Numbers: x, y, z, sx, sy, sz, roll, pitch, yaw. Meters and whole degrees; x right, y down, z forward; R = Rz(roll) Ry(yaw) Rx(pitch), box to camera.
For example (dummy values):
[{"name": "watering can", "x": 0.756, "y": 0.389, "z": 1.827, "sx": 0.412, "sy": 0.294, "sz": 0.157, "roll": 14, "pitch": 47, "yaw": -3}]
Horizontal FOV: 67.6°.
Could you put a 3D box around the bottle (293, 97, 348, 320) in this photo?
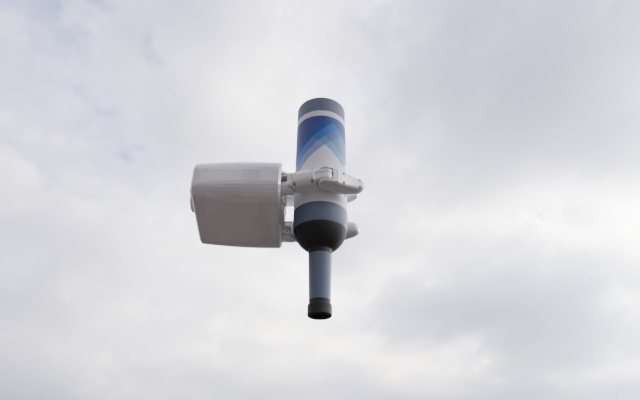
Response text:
[{"name": "bottle", "x": 0.000, "y": 0.002, "z": 0.600, "sx": 0.069, "sy": 0.295, "sz": 0.069, "roll": 0, "pitch": -32, "yaw": 0}]
